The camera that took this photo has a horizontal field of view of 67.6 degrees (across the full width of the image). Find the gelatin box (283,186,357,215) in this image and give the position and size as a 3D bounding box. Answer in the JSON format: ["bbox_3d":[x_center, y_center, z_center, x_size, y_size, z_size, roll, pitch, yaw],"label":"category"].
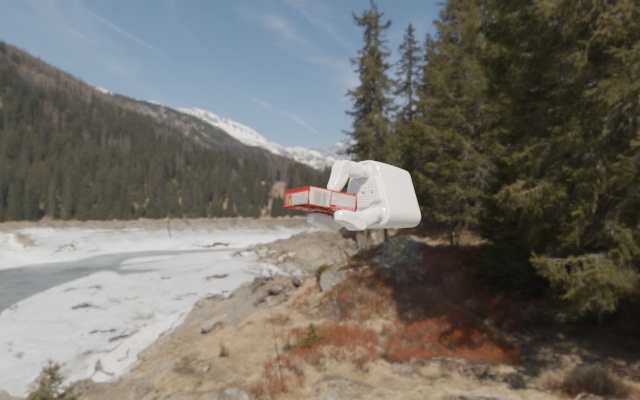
[{"bbox_3d":[0.000,0.002,0.728,0.089,0.030,0.073,10,-10,-33],"label":"gelatin box"}]
